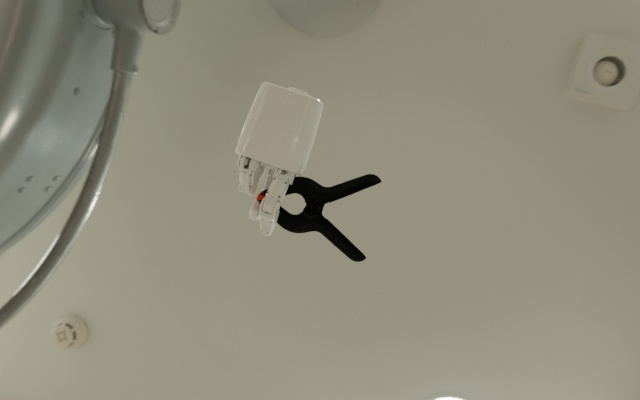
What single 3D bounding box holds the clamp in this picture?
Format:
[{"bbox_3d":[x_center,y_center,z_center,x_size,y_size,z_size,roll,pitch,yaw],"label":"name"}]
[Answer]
[{"bbox_3d":[0.000,0.002,0.664,0.171,0.120,0.039,20,-6,8],"label":"clamp"}]
